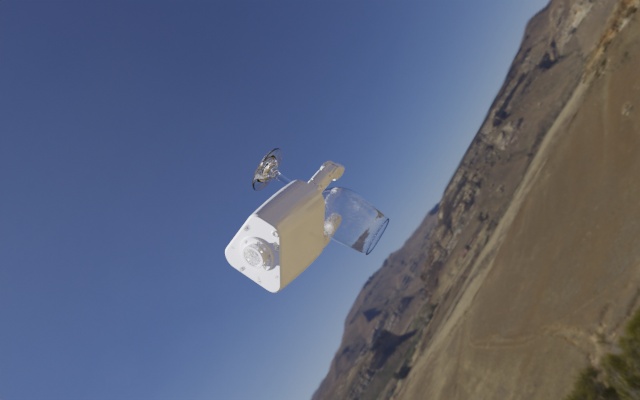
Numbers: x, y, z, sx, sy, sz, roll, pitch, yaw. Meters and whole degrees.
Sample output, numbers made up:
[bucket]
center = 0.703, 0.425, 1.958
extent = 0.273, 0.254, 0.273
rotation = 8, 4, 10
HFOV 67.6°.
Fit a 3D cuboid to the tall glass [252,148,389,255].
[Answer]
[tall glass]
center = 0.000, 0.002, 0.707
extent = 0.201, 0.079, 0.079
rotation = 31, 8, 14
